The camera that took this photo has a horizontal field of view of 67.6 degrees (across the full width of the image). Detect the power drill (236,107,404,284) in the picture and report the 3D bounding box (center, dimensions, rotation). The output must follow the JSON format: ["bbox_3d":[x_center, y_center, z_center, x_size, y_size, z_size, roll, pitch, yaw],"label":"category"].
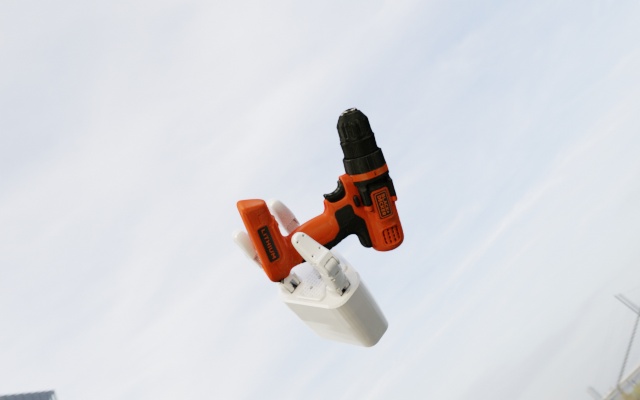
[{"bbox_3d":[0.000,0.002,0.570,0.187,0.184,0.057,-22,15,-11],"label":"power drill"}]
